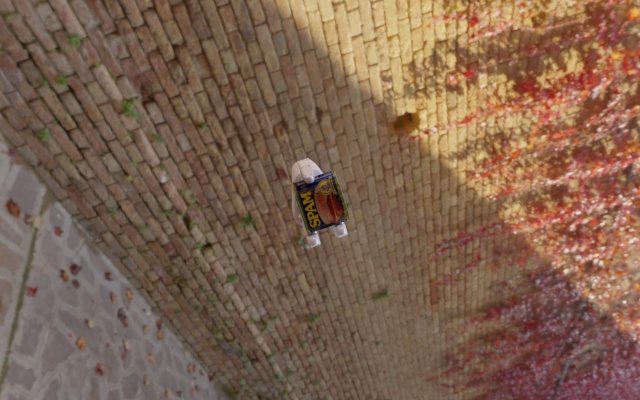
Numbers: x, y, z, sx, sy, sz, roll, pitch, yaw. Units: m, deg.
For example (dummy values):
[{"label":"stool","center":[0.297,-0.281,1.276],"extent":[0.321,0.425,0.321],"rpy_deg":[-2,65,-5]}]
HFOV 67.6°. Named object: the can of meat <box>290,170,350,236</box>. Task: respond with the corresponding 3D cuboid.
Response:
[{"label":"can of meat","center":[0.000,0.003,0.882],"extent":[0.084,0.102,0.057],"rpy_deg":[-18,16,-2]}]
